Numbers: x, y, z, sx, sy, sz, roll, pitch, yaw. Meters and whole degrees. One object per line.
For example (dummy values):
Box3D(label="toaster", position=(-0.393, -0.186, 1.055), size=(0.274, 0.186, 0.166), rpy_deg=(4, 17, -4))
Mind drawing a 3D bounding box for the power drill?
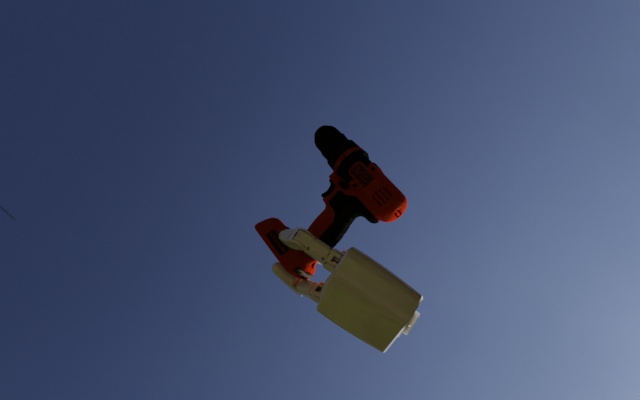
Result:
Box3D(label="power drill", position=(0.000, 0.003, 0.665), size=(0.184, 0.187, 0.057), rpy_deg=(50, 6, 33))
